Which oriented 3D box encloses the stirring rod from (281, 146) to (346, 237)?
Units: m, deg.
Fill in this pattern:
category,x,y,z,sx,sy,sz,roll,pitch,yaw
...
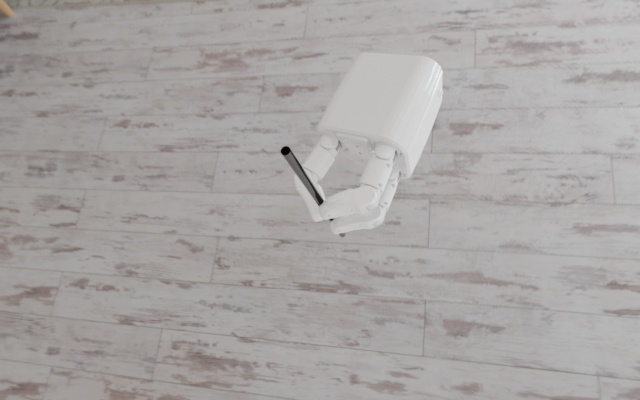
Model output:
category,x,y,z,sx,sy,sz,roll,pitch,yaw
stirring rod,0.000,0.002,0.480,0.011,0.011,0.240,0,-19,14
